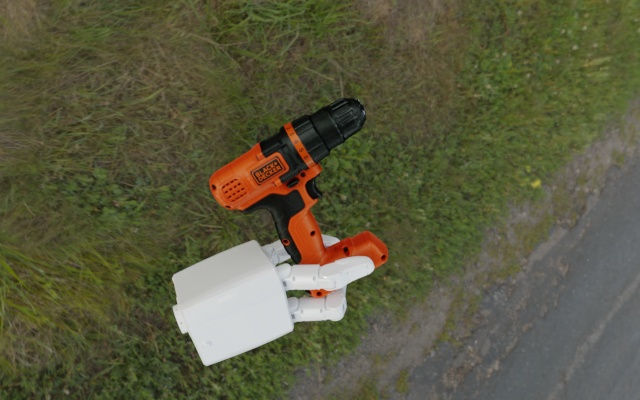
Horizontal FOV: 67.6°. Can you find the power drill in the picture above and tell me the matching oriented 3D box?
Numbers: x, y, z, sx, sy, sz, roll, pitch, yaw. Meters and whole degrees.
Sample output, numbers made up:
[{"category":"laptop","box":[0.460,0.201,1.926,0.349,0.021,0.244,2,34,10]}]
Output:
[{"category":"power drill","box":[0.000,0.002,0.530,0.184,0.188,0.057,-30,18,7]}]
